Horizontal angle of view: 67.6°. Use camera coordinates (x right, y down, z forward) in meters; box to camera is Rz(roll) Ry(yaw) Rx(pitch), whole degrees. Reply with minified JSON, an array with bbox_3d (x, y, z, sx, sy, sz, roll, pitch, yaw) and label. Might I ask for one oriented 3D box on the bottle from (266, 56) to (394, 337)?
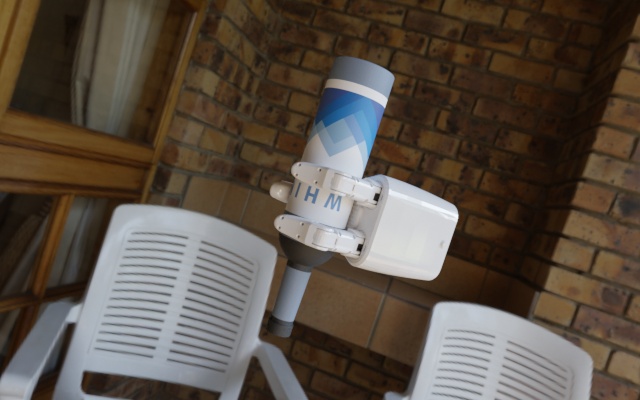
[{"bbox_3d":[0.000,0.001,0.506,0.069,0.296,0.069,18,2,-1],"label":"bottle"}]
